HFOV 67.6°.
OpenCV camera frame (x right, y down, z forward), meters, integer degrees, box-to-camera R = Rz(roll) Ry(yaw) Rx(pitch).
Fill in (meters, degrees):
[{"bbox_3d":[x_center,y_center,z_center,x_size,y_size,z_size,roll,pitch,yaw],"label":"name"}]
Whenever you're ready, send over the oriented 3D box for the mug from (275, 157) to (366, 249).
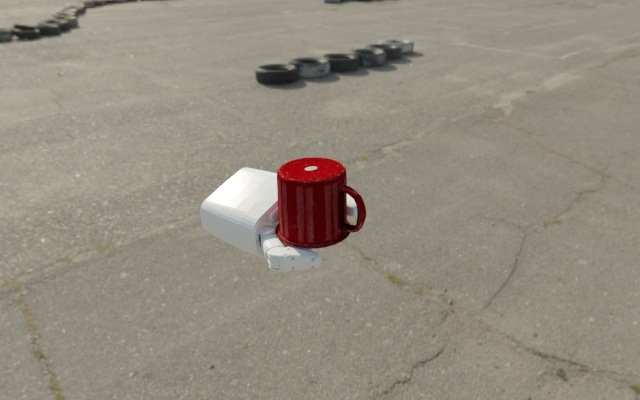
[{"bbox_3d":[0.001,0.002,0.561,0.117,0.081,0.093,16,31,32],"label":"mug"}]
